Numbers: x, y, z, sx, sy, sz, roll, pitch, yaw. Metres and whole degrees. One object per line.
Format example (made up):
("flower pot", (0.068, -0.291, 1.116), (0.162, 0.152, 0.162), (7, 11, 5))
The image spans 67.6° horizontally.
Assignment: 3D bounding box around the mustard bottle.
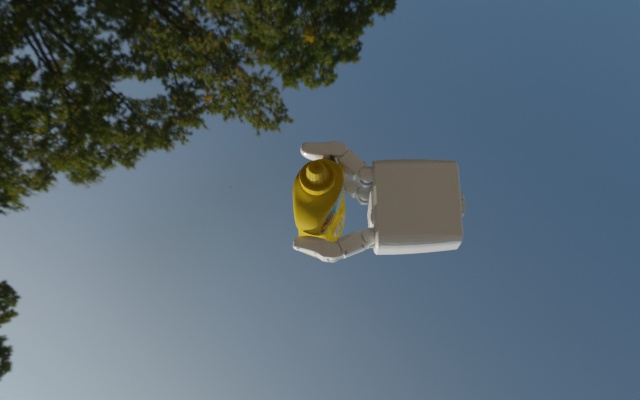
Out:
("mustard bottle", (0.000, 0.002, 0.613), (0.058, 0.096, 0.192), (20, -21, 11))
